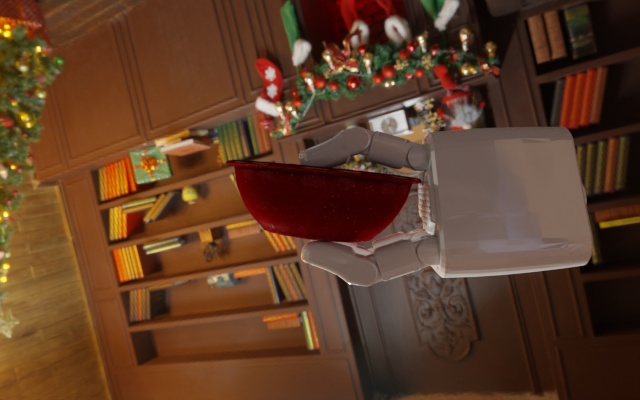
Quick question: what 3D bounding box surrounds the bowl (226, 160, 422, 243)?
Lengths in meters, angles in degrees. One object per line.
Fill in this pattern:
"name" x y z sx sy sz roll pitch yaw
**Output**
"bowl" -0.001 0.002 0.401 0.162 0.055 0.162 6 2 0
